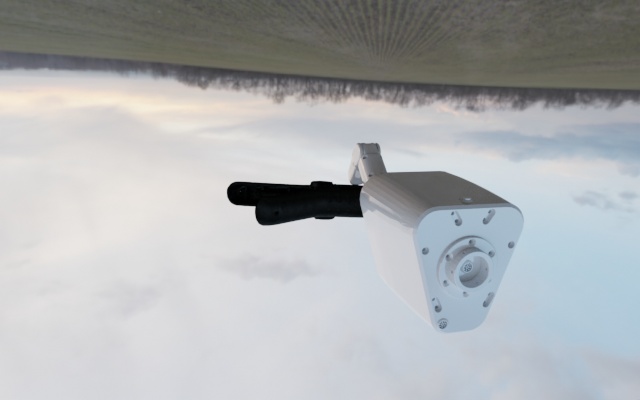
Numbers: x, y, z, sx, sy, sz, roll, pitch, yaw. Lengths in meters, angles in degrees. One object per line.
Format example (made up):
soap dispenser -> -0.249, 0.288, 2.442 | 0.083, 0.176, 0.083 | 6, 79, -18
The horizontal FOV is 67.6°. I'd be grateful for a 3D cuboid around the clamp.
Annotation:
clamp -> 0.000, 0.002, 0.459 | 0.171, 0.039, 0.120 | -2, 16, -14
